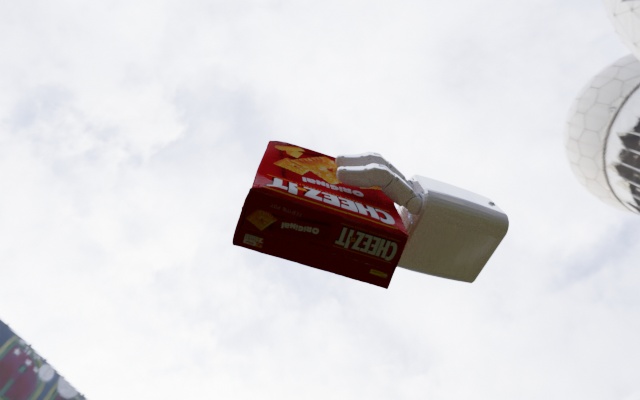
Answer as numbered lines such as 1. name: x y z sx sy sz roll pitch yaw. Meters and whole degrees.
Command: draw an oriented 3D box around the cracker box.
1. cracker box: 0.000 0.002 0.557 0.164 0.072 0.213 17 18 -6
